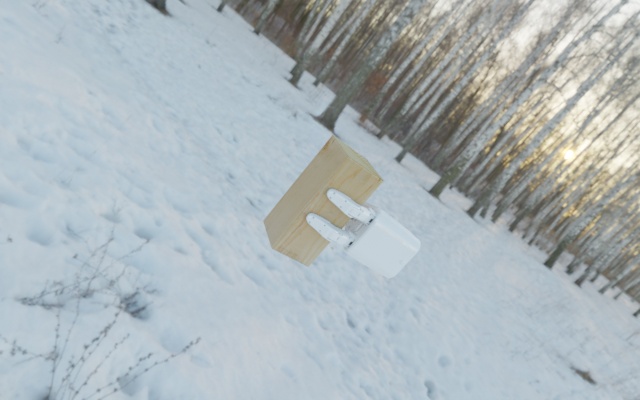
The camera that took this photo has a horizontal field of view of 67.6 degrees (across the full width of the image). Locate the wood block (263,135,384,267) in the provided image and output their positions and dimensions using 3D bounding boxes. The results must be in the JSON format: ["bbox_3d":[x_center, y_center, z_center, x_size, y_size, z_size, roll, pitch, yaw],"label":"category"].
[{"bbox_3d":[0.000,0.003,0.842,0.090,0.206,0.090,31,17,-30],"label":"wood block"}]
